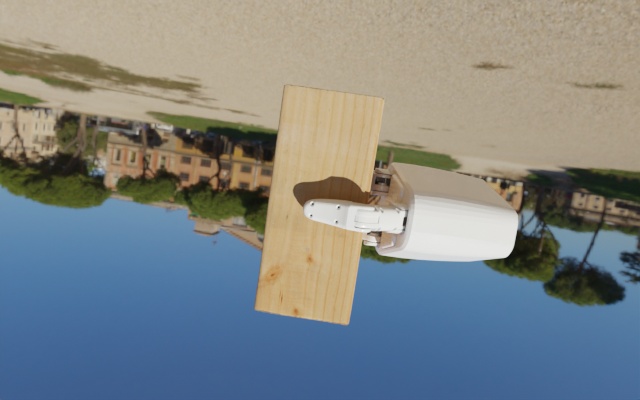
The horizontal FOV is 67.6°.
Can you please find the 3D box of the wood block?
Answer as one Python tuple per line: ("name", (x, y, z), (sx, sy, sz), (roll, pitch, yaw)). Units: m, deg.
("wood block", (0.000, 0.002, 0.466), (0.090, 0.206, 0.091), (9, 6, 4))
